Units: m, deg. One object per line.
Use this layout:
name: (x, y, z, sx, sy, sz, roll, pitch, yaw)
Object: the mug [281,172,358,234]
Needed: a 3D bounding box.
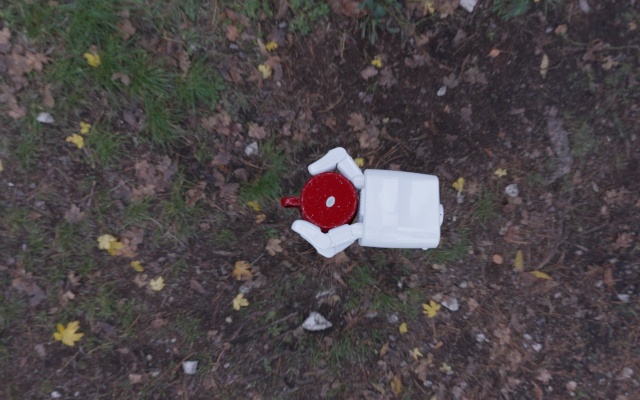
mug: (-0.001, 0.002, 0.702, 0.117, 0.093, 0.081, 3, -5, 1)
